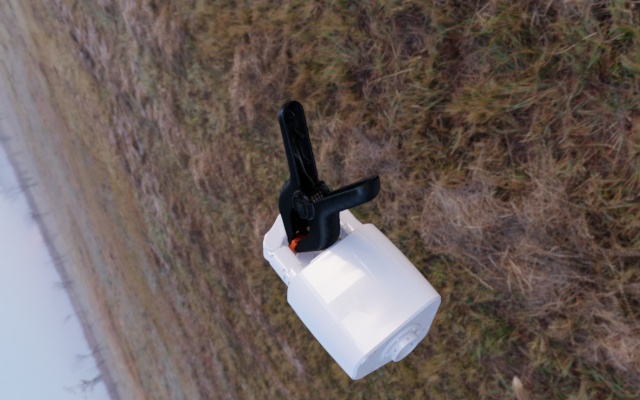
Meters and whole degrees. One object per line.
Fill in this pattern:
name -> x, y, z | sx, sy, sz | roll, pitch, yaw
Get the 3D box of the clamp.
clamp -> 0.000, 0.002, 0.459 | 0.039, 0.172, 0.120 | -26, 53, -26
